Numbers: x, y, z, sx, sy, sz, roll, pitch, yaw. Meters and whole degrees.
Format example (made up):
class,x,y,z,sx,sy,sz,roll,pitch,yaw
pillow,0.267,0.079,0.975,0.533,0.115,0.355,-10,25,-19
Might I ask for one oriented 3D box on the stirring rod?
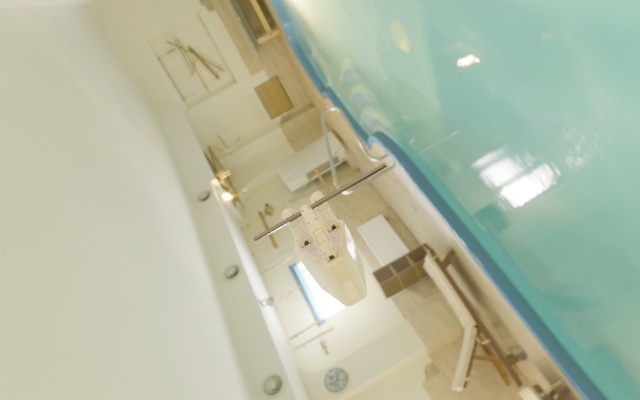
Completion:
class,x,y,z,sx,sy,sz,roll,pitch,yaw
stirring rod,0.000,0.003,0.759,0.239,0.011,0.011,-30,2,-3
